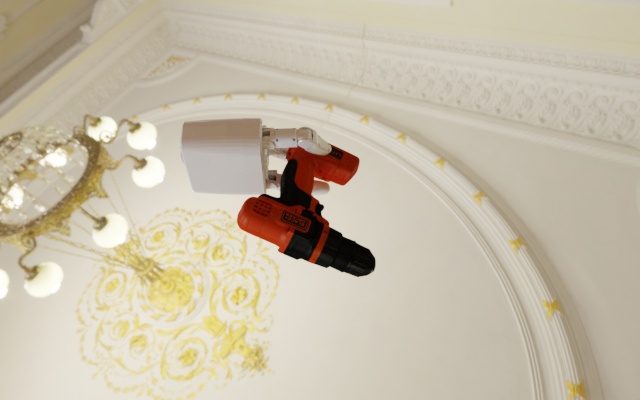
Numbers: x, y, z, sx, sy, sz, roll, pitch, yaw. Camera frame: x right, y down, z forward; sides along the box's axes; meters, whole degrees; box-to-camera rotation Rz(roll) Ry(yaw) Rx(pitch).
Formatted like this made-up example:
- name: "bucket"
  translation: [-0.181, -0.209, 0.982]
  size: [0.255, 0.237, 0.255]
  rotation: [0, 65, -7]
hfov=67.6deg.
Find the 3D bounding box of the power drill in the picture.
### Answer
- name: "power drill"
  translation: [0.000, 0.002, 0.645]
  size: [0.184, 0.187, 0.057]
  rotation: [25, -46, -7]
